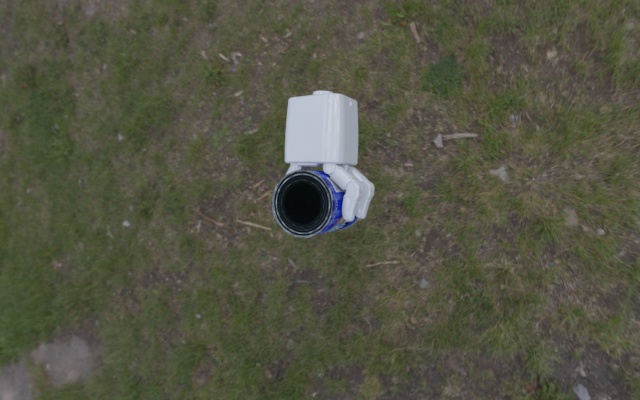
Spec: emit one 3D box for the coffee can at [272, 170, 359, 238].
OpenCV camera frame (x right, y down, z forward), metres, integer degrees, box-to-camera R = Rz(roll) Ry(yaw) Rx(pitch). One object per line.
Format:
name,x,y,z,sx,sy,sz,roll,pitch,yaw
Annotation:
coffee can,0.000,0.003,0.774,0.103,0.103,0.140,0,2,24
